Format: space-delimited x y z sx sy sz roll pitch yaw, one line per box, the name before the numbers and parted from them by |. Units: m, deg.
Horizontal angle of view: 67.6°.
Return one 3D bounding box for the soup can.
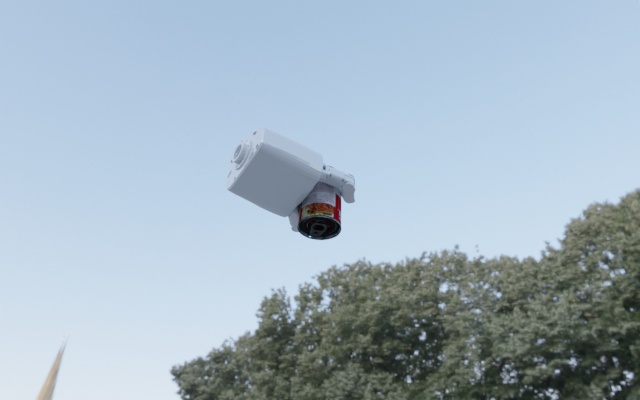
soup can | 0.001 0.002 0.759 0.068 0.102 0.069 2 -36 1
